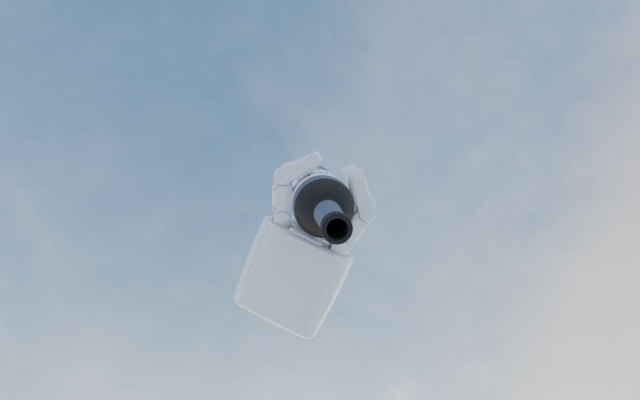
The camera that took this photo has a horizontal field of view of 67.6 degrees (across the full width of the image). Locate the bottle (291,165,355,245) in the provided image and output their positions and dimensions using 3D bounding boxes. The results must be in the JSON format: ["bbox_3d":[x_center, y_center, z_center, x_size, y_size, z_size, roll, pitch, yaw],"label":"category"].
[{"bbox_3d":[0.000,0.002,0.550,0.069,0.069,0.295,0,9,-6],"label":"bottle"}]
